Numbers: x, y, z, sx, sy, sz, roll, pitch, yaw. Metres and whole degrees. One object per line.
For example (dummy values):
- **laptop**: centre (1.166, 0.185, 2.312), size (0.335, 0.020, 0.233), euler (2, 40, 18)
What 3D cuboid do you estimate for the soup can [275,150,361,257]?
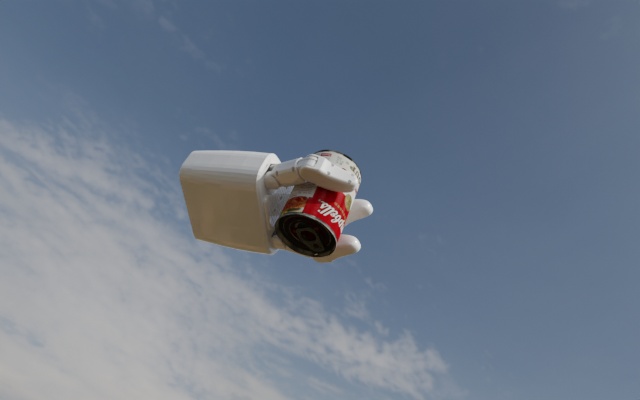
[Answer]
- **soup can**: centre (0.001, 0.001, 0.523), size (0.068, 0.102, 0.069), euler (14, -40, 12)
